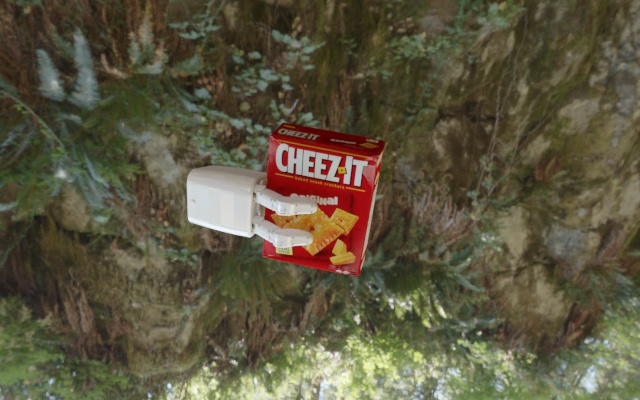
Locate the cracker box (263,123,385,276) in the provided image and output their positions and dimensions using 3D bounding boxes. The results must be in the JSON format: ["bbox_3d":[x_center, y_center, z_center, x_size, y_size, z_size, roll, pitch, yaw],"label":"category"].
[{"bbox_3d":[0.000,0.003,0.743,0.164,0.214,0.072,11,28,9],"label":"cracker box"}]
